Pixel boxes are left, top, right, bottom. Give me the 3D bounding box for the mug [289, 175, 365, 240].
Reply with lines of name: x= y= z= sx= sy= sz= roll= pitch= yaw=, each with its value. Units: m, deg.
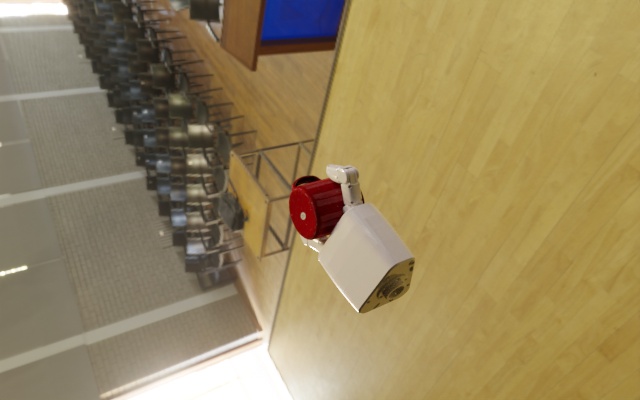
mug: x=-0.001 y=0.001 z=0.715 sx=0.081 sy=0.093 sz=0.117 roll=-16 pitch=51 yaw=-30
